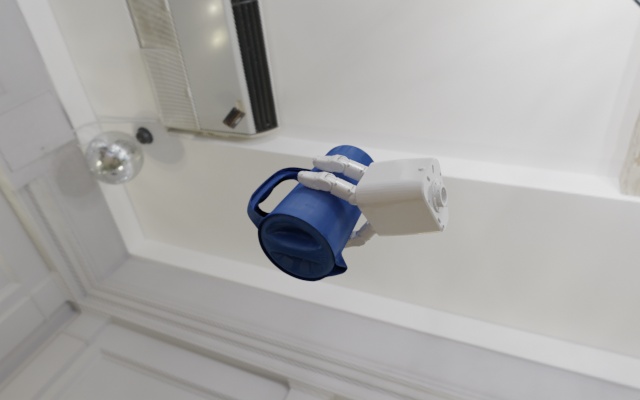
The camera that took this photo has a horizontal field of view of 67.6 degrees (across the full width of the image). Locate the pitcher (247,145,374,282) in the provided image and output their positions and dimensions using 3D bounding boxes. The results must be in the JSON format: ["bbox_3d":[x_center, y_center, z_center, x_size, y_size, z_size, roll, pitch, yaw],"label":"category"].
[{"bbox_3d":[0.000,0.003,0.804,0.145,0.149,0.242,-6,32,34],"label":"pitcher"}]
